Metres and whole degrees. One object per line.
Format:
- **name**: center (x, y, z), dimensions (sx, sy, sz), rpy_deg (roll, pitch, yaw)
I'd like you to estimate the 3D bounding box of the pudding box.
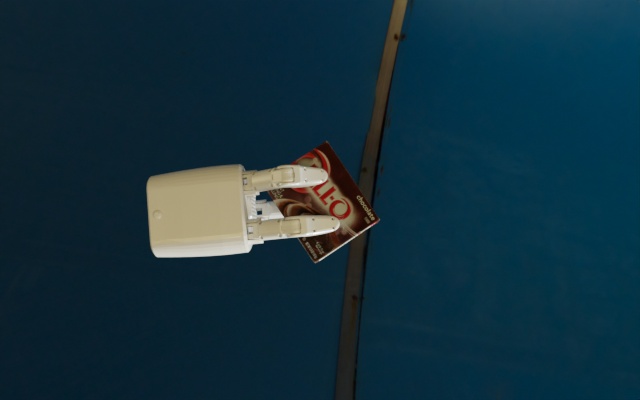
- **pudding box**: center (0.000, 0.002, 0.556), dimensions (0.090, 0.113, 0.039), rpy_deg (-34, -3, -3)
